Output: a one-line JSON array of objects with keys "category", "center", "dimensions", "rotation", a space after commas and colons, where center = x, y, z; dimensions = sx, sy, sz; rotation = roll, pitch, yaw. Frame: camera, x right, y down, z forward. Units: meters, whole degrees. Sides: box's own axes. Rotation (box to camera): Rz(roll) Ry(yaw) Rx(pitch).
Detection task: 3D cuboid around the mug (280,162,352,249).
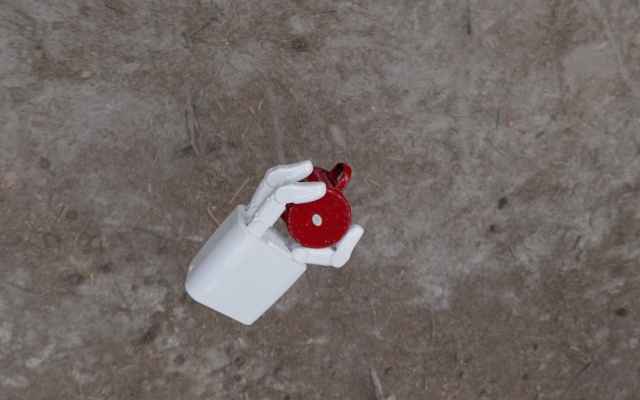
[{"category": "mug", "center": [0.001, 0.001, 0.611], "dimensions": [0.093, 0.117, 0.081], "rotation": [38, 8, -20]}]
